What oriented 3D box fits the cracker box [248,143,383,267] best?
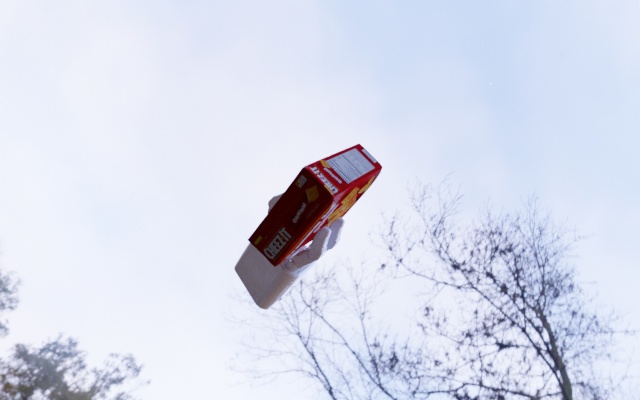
[{"bbox_3d":[0.000,0.002,0.786,0.164,0.072,0.213,-51,-10,29],"label":"cracker box"}]
